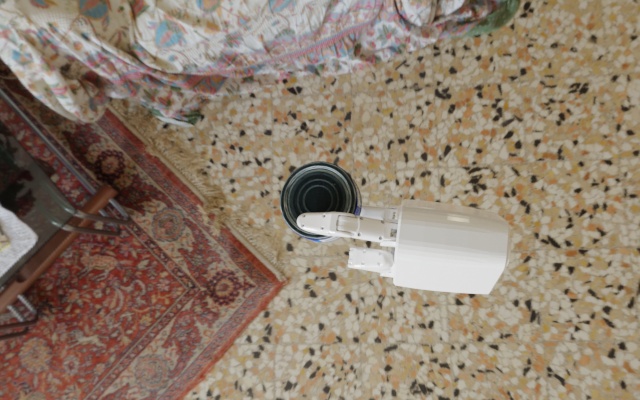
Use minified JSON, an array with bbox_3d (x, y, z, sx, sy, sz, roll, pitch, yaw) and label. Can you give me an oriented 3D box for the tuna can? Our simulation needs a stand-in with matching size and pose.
[{"bbox_3d":[0.000,0.002,0.515,0.086,0.086,0.034,0,-9,13],"label":"tuna can"}]
